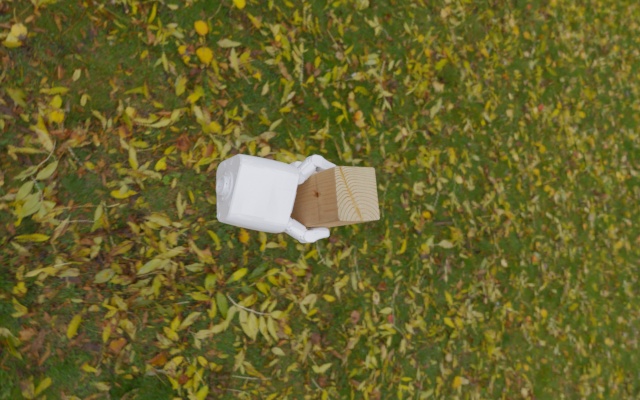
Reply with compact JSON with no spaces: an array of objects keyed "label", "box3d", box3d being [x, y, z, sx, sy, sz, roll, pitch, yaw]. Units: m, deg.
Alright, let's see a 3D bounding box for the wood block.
[{"label":"wood block","box3d":[0.000,0.003,0.857,0.090,0.091,0.206,0,-7,-36]}]
